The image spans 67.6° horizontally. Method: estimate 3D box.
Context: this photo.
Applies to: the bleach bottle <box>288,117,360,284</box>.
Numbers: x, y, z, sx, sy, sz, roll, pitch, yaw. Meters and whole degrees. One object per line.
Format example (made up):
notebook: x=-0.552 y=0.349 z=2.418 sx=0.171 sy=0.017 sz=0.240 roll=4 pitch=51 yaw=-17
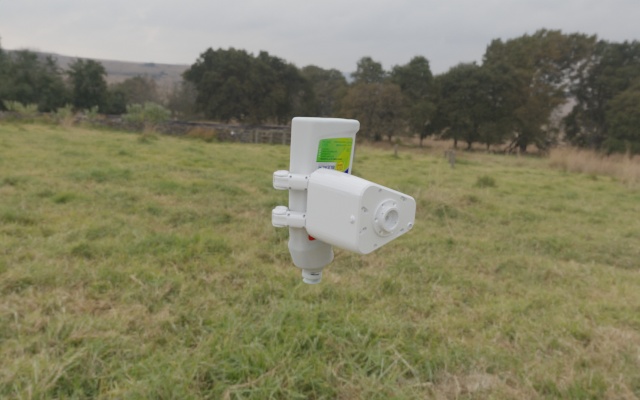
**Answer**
bleach bottle: x=0.000 y=0.002 z=0.727 sx=0.102 sy=0.251 sz=0.068 roll=-6 pitch=15 yaw=-38
